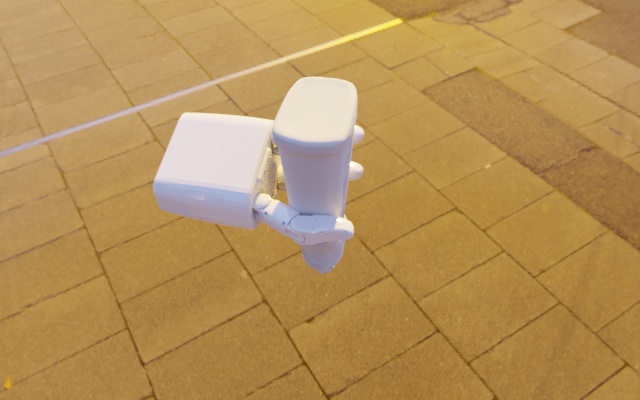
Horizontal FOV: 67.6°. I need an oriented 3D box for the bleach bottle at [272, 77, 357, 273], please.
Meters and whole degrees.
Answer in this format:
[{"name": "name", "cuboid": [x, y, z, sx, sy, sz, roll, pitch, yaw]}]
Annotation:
[{"name": "bleach bottle", "cuboid": [0.000, 0.002, 0.509, 0.068, 0.102, 0.251, 8, -42, 9]}]
